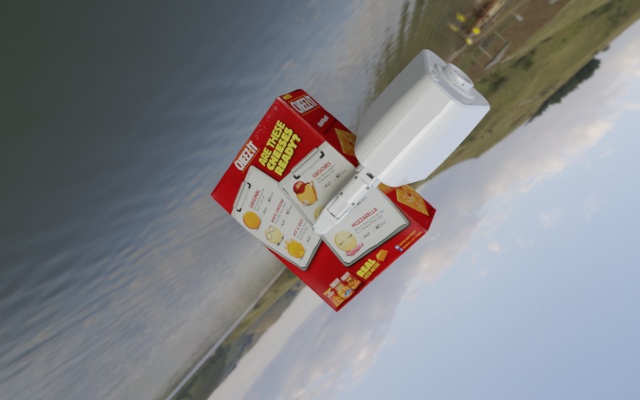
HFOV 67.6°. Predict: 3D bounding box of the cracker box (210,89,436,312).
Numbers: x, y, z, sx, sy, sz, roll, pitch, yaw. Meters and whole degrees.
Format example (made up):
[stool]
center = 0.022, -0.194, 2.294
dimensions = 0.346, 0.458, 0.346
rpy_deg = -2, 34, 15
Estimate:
[cracker box]
center = 0.000, 0.002, 0.565
dimensions = 0.164, 0.213, 0.072
rpy_deg = -49, -2, 31
